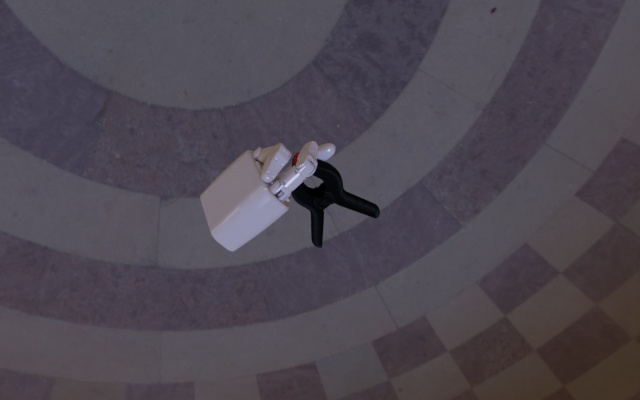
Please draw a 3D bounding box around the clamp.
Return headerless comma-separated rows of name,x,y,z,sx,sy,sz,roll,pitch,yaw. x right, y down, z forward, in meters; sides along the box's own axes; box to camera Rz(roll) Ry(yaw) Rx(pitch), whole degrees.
clamp,0.000,0.003,0.733,0.171,0.120,0.039,44,12,-29
